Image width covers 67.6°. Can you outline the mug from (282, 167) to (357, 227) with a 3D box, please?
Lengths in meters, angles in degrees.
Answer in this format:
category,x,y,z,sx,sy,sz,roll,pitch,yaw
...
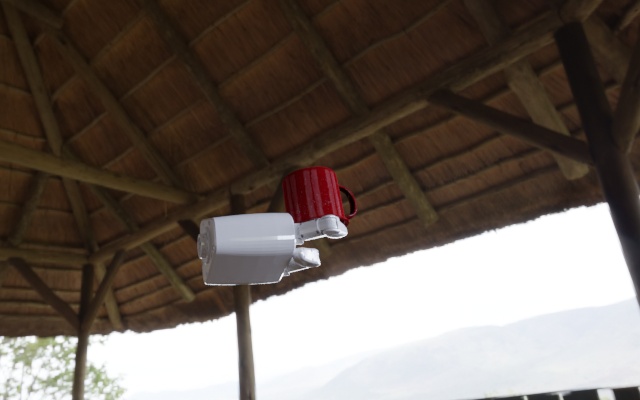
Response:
category,x,y,z,sx,sy,sz,roll,pitch,yaw
mug,0.001,0.002,0.701,0.117,0.081,0.093,-1,-21,-24
